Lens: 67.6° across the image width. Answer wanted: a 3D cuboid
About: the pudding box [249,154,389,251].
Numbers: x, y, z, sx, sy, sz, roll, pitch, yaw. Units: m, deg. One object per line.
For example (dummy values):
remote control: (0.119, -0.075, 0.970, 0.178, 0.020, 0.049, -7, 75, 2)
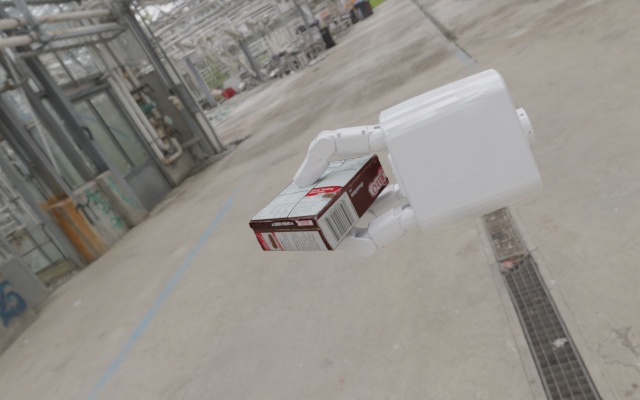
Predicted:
pudding box: (0.000, 0.001, 0.457, 0.090, 0.039, 0.113, -6, 27, 42)
